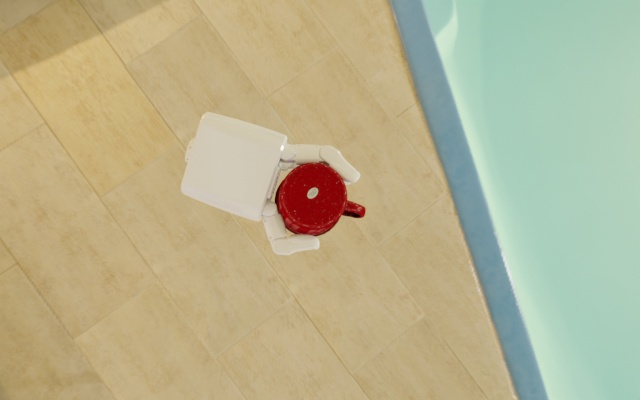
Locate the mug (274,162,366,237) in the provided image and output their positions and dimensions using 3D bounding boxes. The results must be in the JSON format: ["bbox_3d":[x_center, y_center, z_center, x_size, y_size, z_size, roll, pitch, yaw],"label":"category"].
[{"bbox_3d":[0.001,0.002,0.601,0.117,0.093,0.081,17,-8,-3],"label":"mug"}]
